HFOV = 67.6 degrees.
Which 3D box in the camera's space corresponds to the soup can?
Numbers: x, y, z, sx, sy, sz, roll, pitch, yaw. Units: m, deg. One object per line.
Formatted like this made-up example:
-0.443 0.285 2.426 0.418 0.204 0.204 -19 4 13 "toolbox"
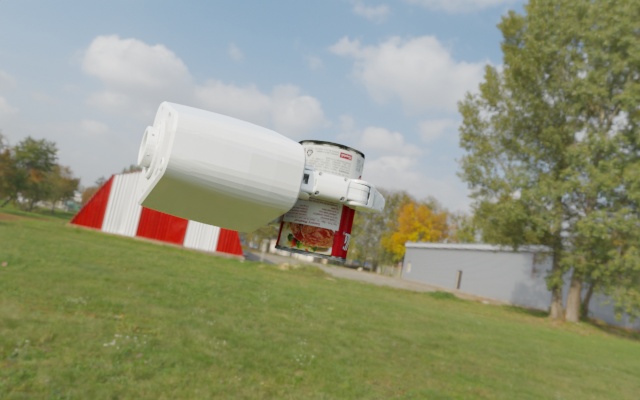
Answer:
0.001 0.001 0.446 0.068 0.102 0.068 11 -6 1 "soup can"
